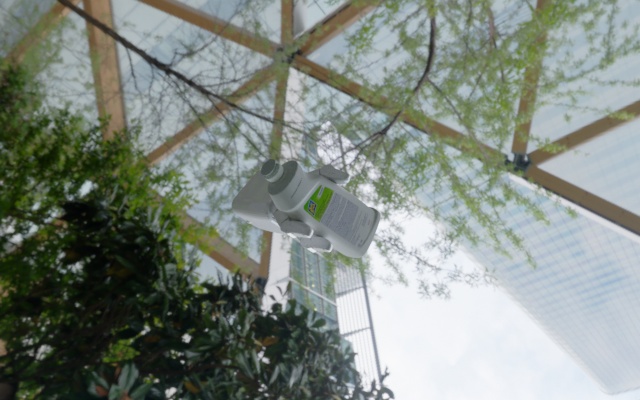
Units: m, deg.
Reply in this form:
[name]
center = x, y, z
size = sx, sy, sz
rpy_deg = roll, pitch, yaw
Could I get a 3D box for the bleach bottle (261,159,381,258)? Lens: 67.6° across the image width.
[bleach bottle]
center = 0.000, 0.003, 0.782
size = 0.068, 0.102, 0.251
rpy_deg = 6, -24, 44
